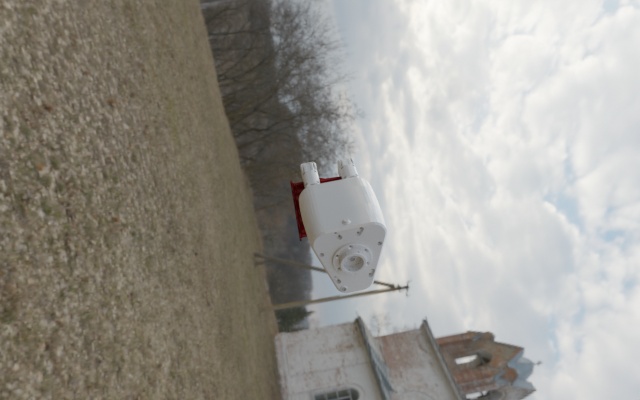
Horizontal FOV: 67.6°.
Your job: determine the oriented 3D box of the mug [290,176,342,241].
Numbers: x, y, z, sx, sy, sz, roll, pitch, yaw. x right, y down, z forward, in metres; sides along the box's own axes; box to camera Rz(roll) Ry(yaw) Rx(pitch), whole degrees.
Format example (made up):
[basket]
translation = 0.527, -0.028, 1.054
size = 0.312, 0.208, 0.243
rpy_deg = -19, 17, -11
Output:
[mug]
translation = 0.000, 0.002, 0.731
size = 0.081, 0.093, 0.117
rpy_deg = -9, 35, -3
